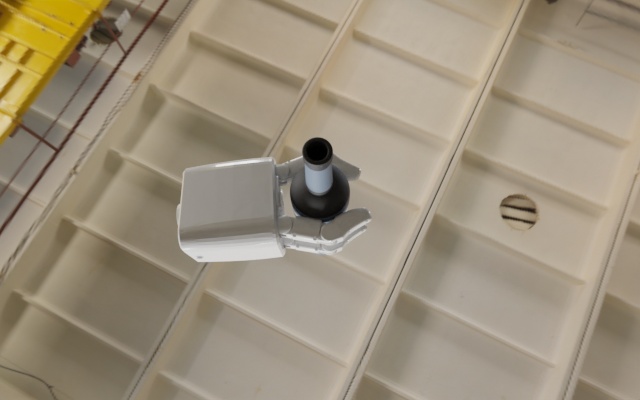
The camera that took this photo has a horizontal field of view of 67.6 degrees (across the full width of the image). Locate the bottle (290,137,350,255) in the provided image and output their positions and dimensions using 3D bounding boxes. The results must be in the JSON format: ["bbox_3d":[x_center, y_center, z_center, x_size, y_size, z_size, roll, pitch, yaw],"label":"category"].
[{"bbox_3d":[0.000,0.002,0.559,0.069,0.069,0.296,0,-18,1],"label":"bottle"}]
